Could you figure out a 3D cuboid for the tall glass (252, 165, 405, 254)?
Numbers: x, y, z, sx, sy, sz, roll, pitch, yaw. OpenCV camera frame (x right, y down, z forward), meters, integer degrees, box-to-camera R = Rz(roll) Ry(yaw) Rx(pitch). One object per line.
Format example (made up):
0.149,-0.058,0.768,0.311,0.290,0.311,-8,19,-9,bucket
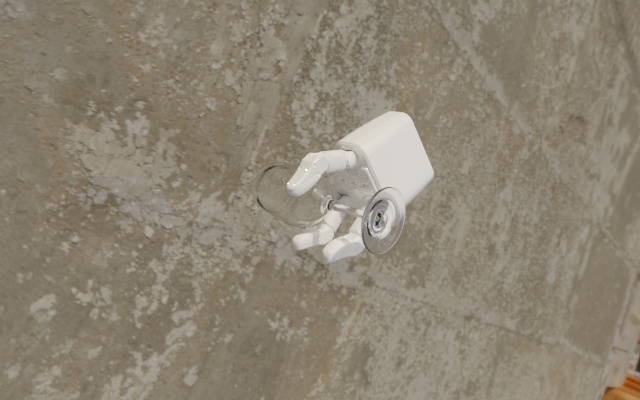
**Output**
0.000,0.002,0.579,0.079,0.079,0.201,0,11,-45,tall glass
